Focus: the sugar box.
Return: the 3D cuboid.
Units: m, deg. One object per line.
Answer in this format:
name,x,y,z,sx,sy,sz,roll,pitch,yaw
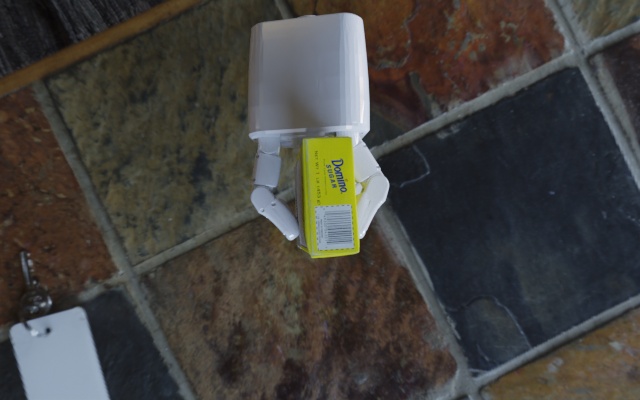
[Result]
sugar box,0.001,0.001,0.449,0.048,0.093,0.176,-2,-2,-3
